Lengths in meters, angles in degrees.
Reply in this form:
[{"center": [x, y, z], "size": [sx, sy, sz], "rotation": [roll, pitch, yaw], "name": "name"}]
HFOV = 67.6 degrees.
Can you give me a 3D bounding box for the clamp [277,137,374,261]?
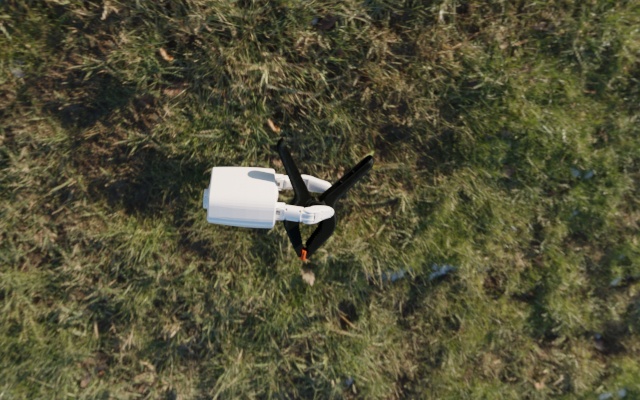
[{"center": [0.000, 0.003, 0.809], "size": [0.164, 0.210, 0.036], "rotation": [3, 19, -11], "name": "clamp"}]
